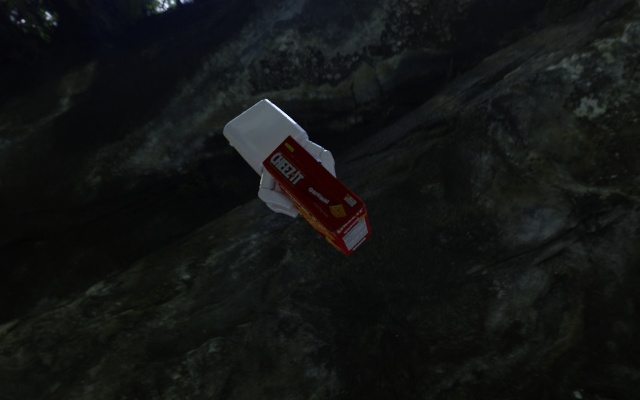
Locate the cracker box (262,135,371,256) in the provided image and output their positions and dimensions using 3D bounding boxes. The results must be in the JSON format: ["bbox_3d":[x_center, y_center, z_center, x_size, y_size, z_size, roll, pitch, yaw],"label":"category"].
[{"bbox_3d":[0.000,0.003,0.808,0.164,0.072,0.214,43,-5,17],"label":"cracker box"}]
